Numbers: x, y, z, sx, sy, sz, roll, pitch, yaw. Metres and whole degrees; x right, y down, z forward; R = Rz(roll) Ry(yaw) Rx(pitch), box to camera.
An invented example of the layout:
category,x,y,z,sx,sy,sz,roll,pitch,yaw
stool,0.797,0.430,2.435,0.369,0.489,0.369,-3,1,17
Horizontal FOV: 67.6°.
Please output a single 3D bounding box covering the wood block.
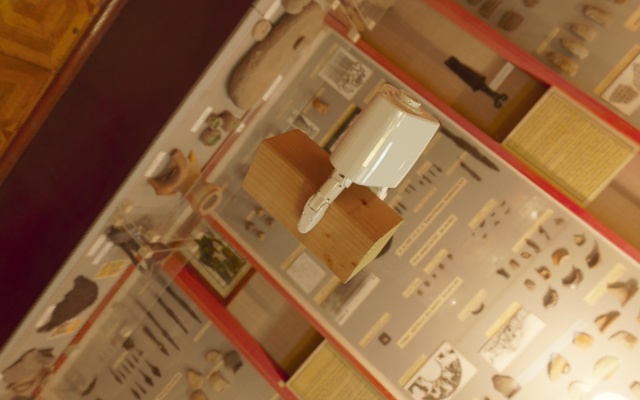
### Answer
category,x,y,z,sx,sy,sz,roll,pitch,yaw
wood block,0.000,0.002,0.675,0.206,0.090,0.091,42,37,15
